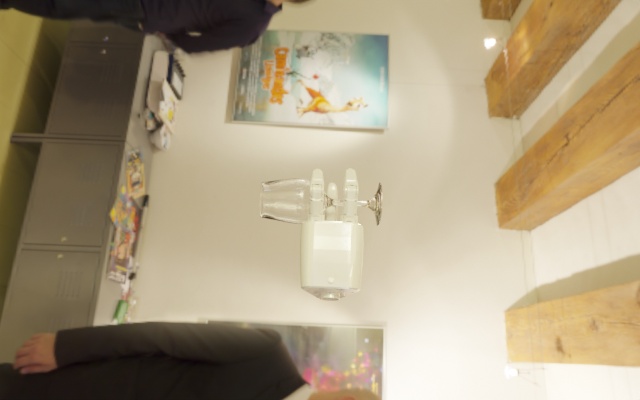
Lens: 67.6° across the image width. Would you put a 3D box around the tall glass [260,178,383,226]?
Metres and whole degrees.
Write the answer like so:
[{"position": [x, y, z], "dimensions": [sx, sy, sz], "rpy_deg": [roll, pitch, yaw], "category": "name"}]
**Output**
[{"position": [0.001, 0.003, 0.809], "dimensions": [0.201, 0.079, 0.079], "rpy_deg": [2, 0, -1], "category": "tall glass"}]
